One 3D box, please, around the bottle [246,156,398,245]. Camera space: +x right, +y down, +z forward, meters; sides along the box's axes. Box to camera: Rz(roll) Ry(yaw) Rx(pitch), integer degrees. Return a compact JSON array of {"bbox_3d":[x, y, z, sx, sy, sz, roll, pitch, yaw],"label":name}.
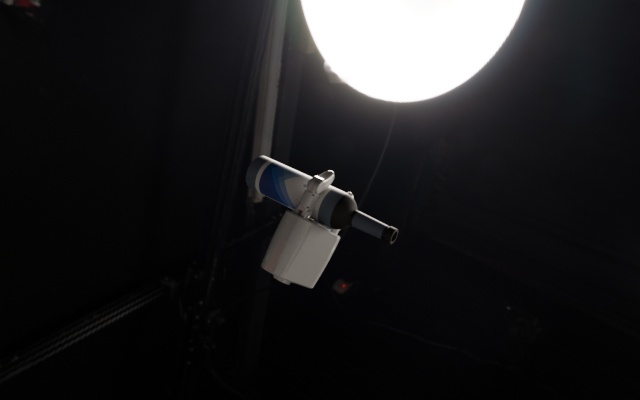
[{"bbox_3d":[0.000,0.003,0.835,0.295,0.069,0.069,25,12,27],"label":"bottle"}]
